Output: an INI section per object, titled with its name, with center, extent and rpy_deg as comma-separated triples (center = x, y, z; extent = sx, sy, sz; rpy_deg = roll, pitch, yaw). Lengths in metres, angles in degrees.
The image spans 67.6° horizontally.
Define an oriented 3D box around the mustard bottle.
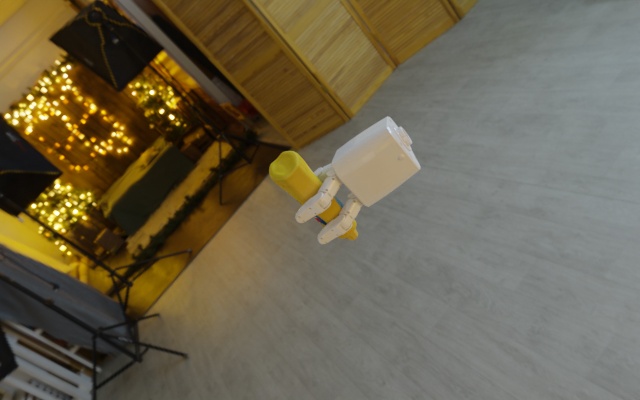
[mustard bottle]
center = 0.000, 0.003, 0.794
extent = 0.192, 0.058, 0.096
rpy_deg = 45, -3, -27
